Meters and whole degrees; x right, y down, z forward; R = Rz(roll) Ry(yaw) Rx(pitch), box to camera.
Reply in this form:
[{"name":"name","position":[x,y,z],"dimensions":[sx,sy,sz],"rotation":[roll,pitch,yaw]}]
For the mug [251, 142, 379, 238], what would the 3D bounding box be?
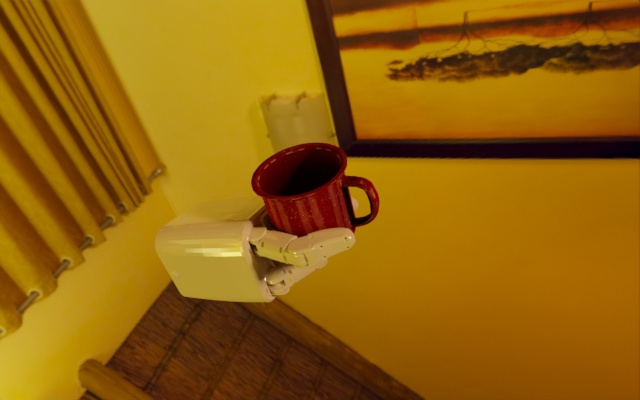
[{"name":"mug","position":[0.002,0.002,0.463],"dimensions":[0.117,0.082,0.093],"rotation":[-2,38,20]}]
